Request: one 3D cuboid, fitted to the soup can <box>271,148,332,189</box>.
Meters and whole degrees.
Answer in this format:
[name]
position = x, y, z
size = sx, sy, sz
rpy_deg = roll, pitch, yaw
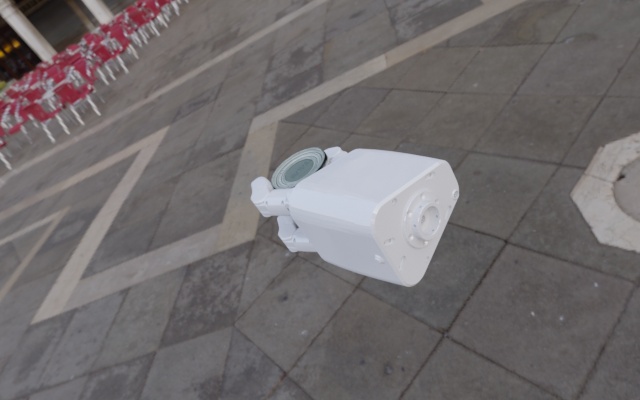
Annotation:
[soup can]
position = 0.000, 0.001, 0.523
size = 0.068, 0.102, 0.068
rpy_deg = -23, 33, 17
